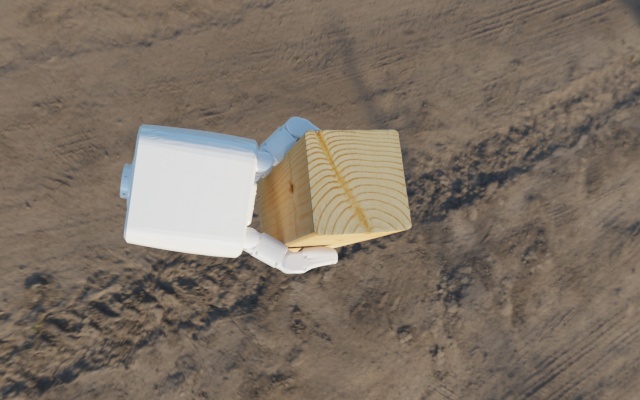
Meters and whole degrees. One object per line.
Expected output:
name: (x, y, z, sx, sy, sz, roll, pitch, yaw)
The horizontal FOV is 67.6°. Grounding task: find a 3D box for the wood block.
wood block: (0.000, 0.002, 0.496, 0.090, 0.091, 0.206, -3, -9, -19)
